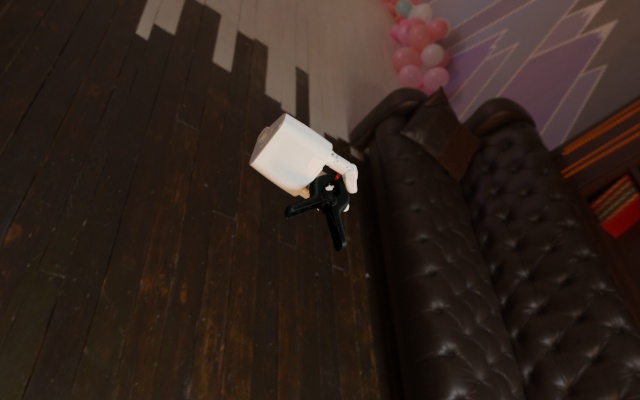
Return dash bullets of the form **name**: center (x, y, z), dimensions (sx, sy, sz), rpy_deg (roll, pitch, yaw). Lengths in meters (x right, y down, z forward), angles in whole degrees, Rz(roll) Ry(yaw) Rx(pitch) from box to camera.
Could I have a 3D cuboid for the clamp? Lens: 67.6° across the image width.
- **clamp**: center (0.001, 0.002, 0.845), dimensions (0.120, 0.171, 0.039), rpy_deg (32, -52, -20)
